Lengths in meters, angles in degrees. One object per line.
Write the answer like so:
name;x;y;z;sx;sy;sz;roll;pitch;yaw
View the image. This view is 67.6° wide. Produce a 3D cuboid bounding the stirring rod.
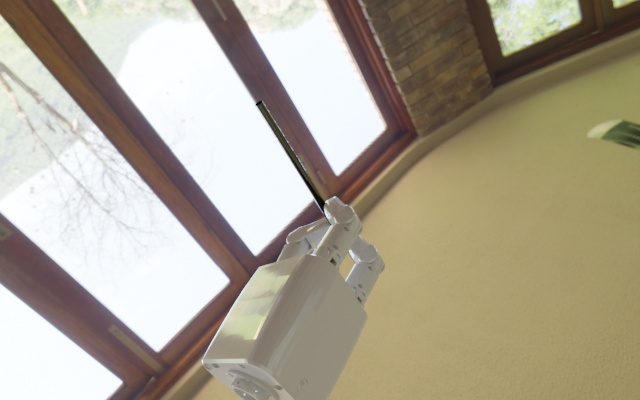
stirring rod;0.000;0.002;0.484;0.011;0.240;0.011;-23;32;15
